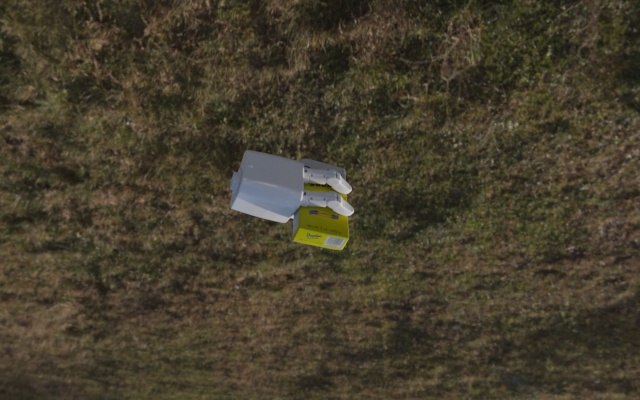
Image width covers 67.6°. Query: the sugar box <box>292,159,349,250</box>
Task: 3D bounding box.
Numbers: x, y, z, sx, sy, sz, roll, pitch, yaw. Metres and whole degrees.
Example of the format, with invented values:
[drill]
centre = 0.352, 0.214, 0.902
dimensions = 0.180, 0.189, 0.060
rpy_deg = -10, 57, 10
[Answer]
[sugar box]
centre = 0.000, 0.003, 0.873
dimensions = 0.093, 0.176, 0.048
rpy_deg = 13, -42, -15
